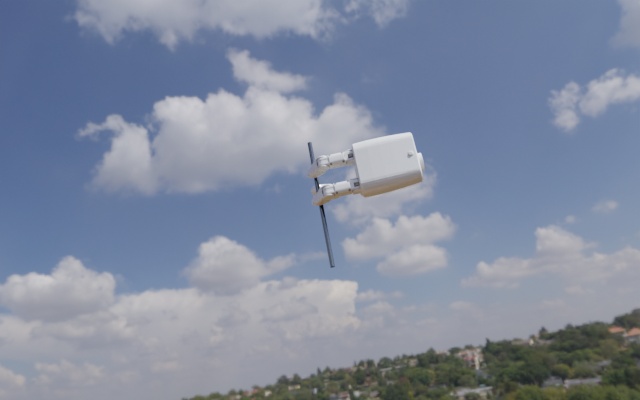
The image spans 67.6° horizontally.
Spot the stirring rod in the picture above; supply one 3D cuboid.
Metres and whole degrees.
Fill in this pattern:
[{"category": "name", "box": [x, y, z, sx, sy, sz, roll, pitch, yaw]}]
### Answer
[{"category": "stirring rod", "box": [0.000, 0.003, 0.859, 0.011, 0.239, 0.011, -9, -20, -3]}]
